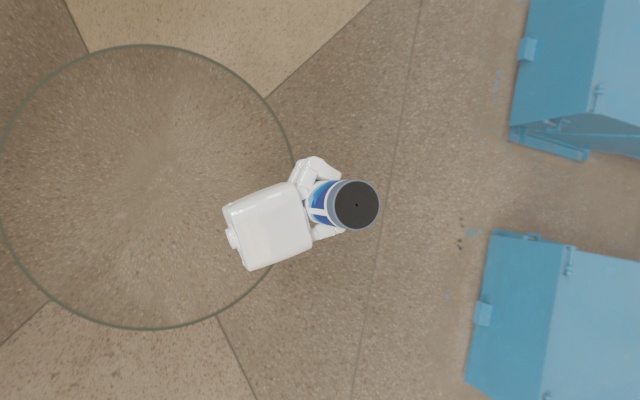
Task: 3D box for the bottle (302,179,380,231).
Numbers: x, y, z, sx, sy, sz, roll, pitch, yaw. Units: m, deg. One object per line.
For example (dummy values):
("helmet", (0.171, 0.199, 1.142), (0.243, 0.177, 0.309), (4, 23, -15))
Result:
("bottle", (0.000, 0.002, 0.752), (0.069, 0.069, 0.295), (0, 1, -19))
